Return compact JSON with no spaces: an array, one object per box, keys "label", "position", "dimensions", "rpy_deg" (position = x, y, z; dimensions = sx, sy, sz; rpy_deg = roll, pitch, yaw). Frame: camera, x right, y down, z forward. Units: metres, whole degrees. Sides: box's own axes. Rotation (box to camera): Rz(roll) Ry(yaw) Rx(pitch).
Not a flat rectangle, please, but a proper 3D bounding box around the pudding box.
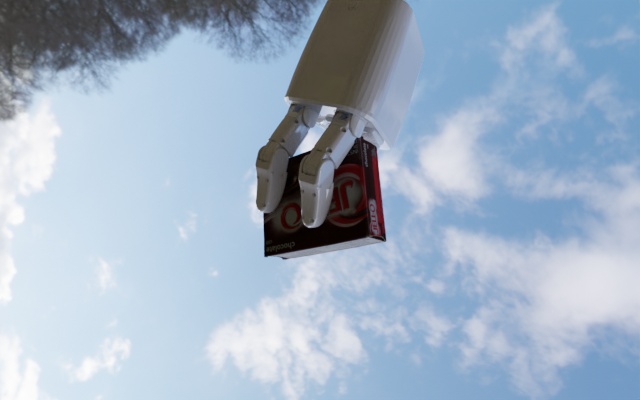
[{"label":"pudding box","position":[0.000,0.001,0.432],"dimensions":[0.113,0.090,0.039],"rpy_deg":[-16,-21,33]}]
